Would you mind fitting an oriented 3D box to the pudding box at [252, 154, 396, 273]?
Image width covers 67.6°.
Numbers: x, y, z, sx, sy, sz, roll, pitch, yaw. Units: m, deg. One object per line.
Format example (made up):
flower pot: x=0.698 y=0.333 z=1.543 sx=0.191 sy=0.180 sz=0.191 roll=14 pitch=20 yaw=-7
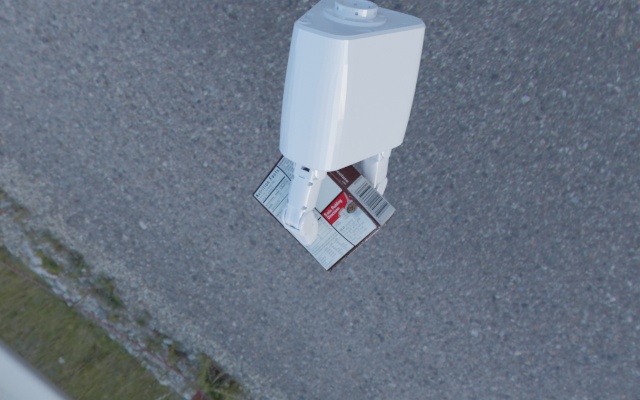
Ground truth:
pudding box: x=0.000 y=0.002 z=0.456 sx=0.090 sy=0.113 sz=0.039 roll=-46 pitch=-5 yaw=41
